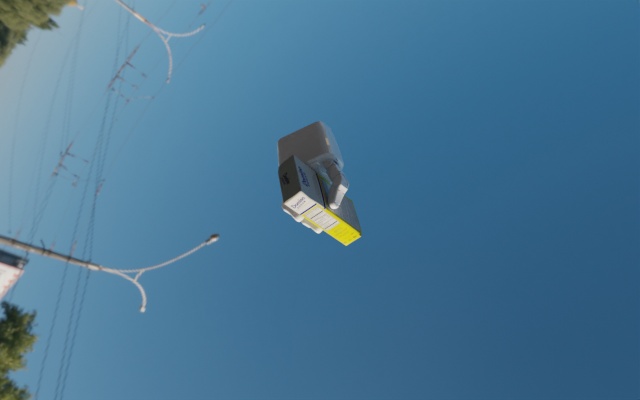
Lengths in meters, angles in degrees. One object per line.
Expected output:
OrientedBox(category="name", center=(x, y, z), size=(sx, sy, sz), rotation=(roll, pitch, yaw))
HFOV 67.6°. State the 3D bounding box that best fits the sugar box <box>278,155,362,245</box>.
OrientedBox(category="sugar box", center=(0.000, 0.003, 0.848), size=(0.048, 0.093, 0.176), rotation=(-37, -48, 23))
